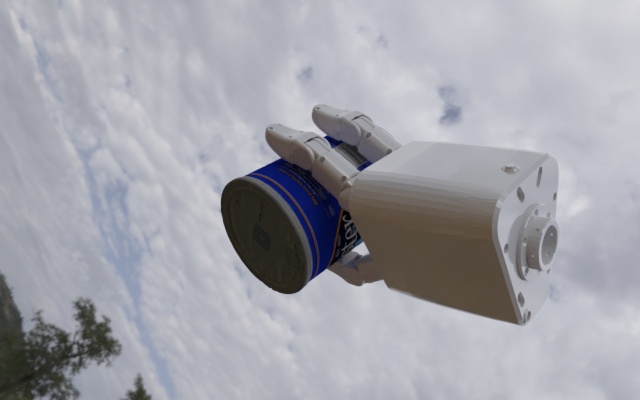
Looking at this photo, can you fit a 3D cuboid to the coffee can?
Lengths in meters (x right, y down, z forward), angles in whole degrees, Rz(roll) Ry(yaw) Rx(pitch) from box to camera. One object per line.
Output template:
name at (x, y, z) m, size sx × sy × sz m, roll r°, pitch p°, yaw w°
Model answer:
coffee can at (0.000, 0.001, 0.418) m, size 0.140 × 0.103 × 0.103 m, roll -31°, pitch 20°, yaw -37°
